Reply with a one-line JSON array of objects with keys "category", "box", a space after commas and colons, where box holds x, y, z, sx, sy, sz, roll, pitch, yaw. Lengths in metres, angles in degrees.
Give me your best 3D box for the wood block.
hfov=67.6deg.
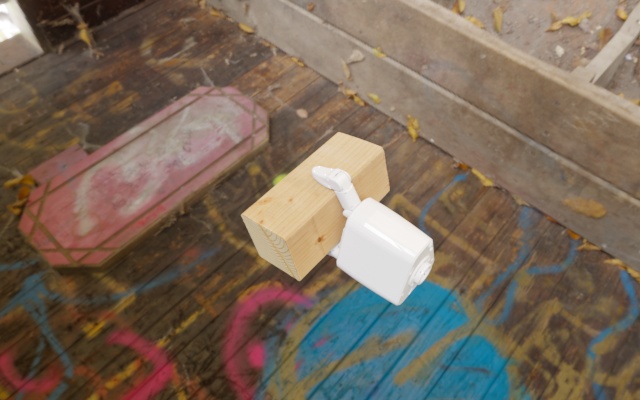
[{"category": "wood block", "box": [0.000, 0.002, 0.693, 0.090, 0.091, 0.206, 26, 56, 36]}]
